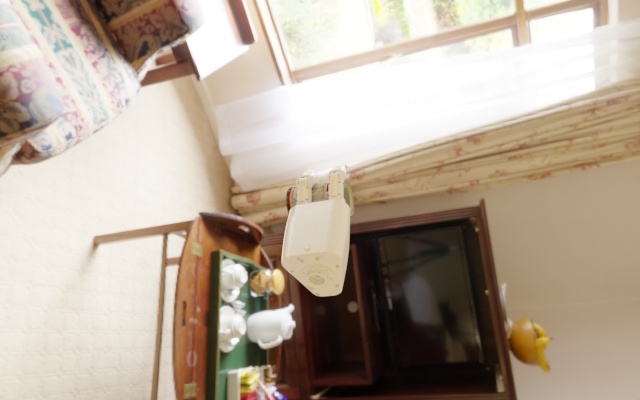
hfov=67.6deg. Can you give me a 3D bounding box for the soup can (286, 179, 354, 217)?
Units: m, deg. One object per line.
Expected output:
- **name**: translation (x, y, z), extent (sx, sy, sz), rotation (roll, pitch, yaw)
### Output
- **soup can**: translation (0.001, 0.002, 0.823), extent (0.102, 0.068, 0.068), rotation (-9, -3, 18)
